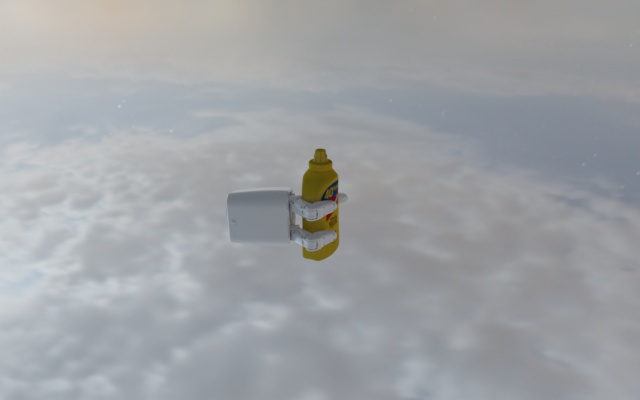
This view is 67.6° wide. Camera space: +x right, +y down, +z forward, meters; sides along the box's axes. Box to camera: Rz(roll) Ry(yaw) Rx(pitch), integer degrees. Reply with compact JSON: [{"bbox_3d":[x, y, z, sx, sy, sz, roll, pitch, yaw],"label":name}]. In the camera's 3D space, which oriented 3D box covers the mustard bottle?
[{"bbox_3d":[0.000,0.003,0.840,0.058,0.192,0.096,10,25,25],"label":"mustard bottle"}]
